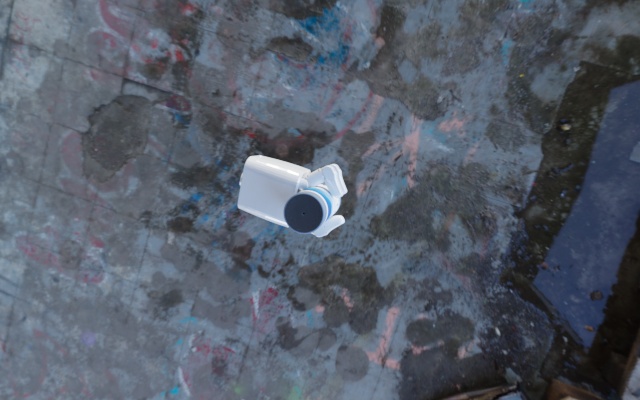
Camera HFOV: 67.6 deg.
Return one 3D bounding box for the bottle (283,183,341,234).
[{"bbox_3d":[0.000,0.003,0.894,0.069,0.069,0.295,0,7,10],"label":"bottle"}]
